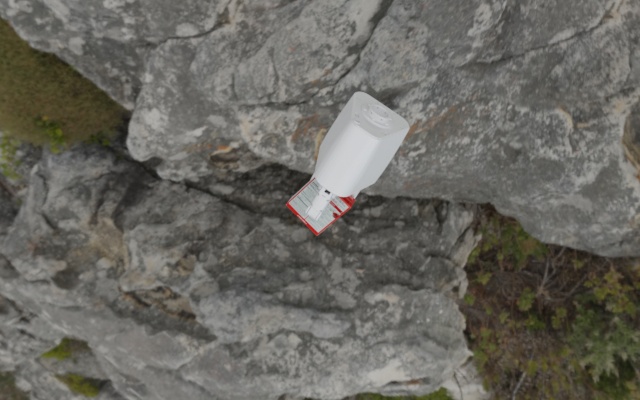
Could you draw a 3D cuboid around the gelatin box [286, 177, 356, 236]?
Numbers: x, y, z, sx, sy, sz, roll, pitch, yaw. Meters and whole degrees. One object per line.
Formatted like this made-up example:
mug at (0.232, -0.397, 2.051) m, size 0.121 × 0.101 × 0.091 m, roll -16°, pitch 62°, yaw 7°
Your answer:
gelatin box at (0.000, 0.003, 0.760) m, size 0.089 × 0.073 × 0.030 m, roll -42°, pitch 7°, yaw 34°
